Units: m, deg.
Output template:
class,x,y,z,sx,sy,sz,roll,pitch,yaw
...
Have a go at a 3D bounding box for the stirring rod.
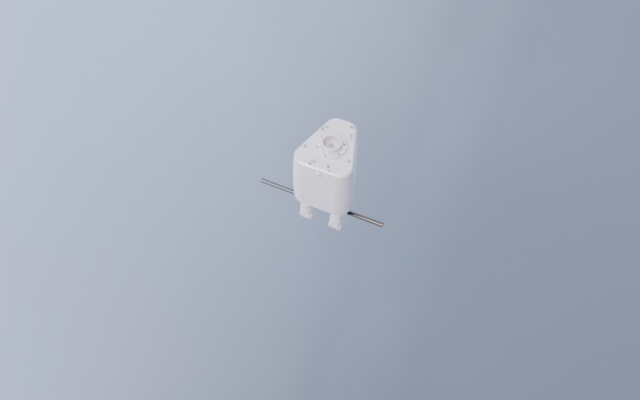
class,x,y,z,sx,sy,sz,roll,pitch,yaw
stirring rod,0.000,0.003,0.866,0.239,0.011,0.011,20,4,12
